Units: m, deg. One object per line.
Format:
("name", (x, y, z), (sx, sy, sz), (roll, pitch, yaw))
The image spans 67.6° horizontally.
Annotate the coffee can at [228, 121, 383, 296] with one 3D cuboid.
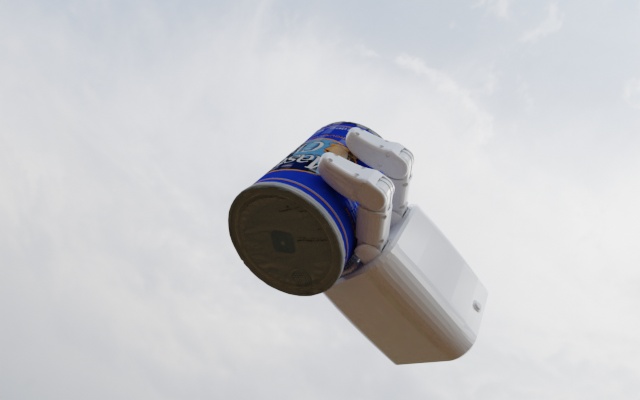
("coffee can", (0.000, 0.001, 0.425), (0.103, 0.103, 0.140), (0, 28, 29))
